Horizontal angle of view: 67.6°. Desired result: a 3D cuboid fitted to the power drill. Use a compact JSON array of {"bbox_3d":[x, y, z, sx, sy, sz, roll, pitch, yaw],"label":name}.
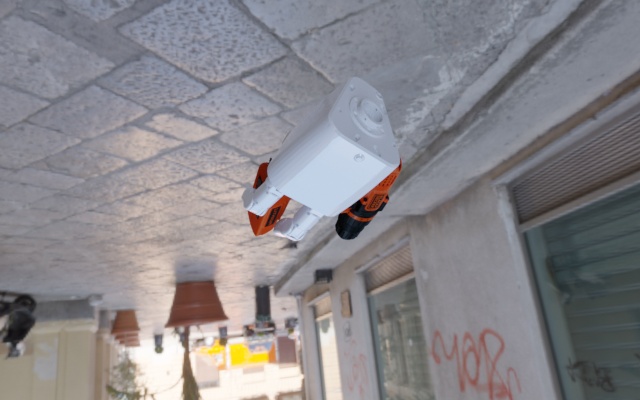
[{"bbox_3d":[0.000,0.002,0.647,0.187,0.057,0.185,-6,-36,-24],"label":"power drill"}]
